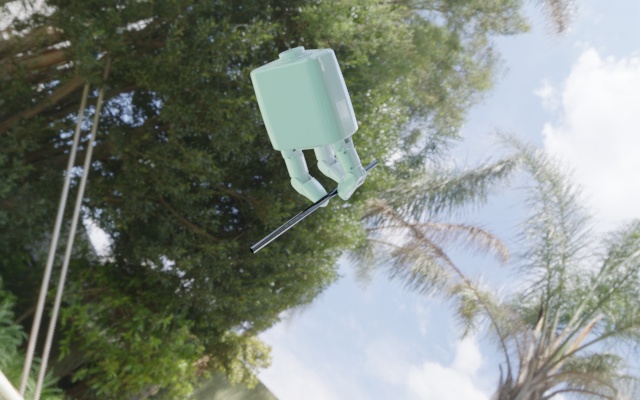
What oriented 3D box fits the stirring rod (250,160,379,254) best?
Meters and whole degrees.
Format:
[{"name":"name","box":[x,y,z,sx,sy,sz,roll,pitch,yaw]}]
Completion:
[{"name":"stirring rod","box":[0.000,0.002,0.635,0.239,0.011,0.011,-35,21,-33]}]
